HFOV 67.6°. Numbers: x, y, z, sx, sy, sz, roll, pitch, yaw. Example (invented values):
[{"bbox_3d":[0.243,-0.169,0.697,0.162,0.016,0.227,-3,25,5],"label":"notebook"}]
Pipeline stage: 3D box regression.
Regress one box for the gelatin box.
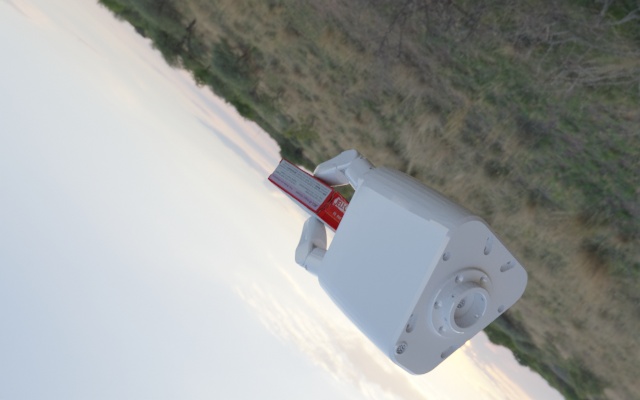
[{"bbox_3d":[0.000,0.002,0.462,0.089,0.030,0.073,33,-6,46],"label":"gelatin box"}]
